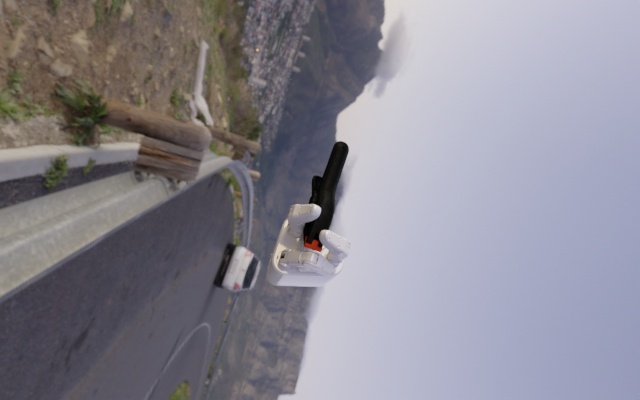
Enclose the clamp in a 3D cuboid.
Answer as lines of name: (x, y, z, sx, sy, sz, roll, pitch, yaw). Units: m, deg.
clamp: (0.001, 0.003, 0.743, 0.039, 0.171, 0.120, 19, -24, -6)
